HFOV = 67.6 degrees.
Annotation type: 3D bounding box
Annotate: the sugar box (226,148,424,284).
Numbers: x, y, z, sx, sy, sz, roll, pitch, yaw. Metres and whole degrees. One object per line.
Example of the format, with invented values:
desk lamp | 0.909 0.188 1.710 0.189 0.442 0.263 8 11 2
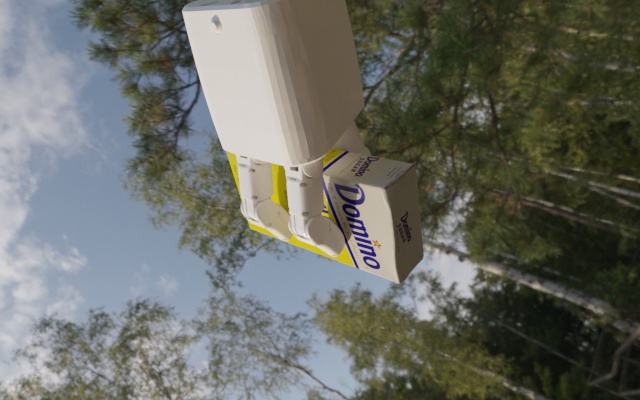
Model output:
sugar box | 0.000 0.002 0.416 0.176 0.093 0.048 17 42 40
